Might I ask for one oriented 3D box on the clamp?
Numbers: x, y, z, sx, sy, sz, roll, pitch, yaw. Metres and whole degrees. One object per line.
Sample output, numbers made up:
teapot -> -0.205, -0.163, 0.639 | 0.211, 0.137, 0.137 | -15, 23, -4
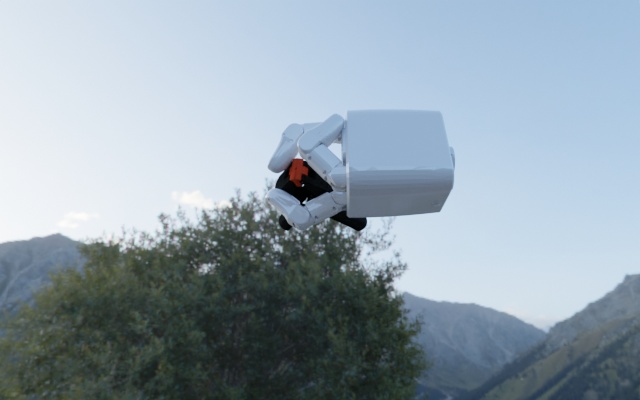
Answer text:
clamp -> 0.000, 0.001, 0.590 | 0.120, 0.039, 0.171 | -2, -22, 2
